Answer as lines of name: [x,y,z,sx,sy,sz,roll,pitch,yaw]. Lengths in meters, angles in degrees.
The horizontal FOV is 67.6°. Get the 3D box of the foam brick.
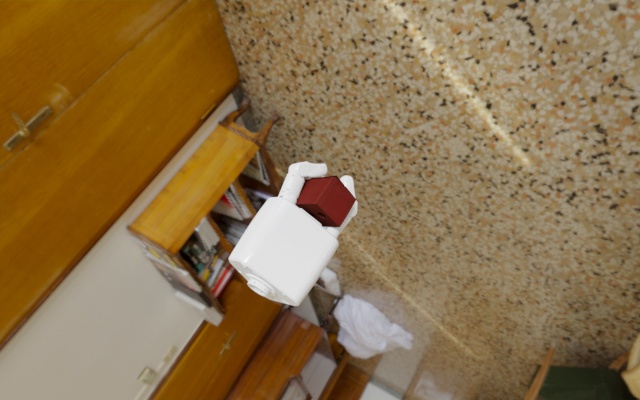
foam brick: [0.000,0.002,0.673,0.078,0.051,0.053,-2,-42,52]
